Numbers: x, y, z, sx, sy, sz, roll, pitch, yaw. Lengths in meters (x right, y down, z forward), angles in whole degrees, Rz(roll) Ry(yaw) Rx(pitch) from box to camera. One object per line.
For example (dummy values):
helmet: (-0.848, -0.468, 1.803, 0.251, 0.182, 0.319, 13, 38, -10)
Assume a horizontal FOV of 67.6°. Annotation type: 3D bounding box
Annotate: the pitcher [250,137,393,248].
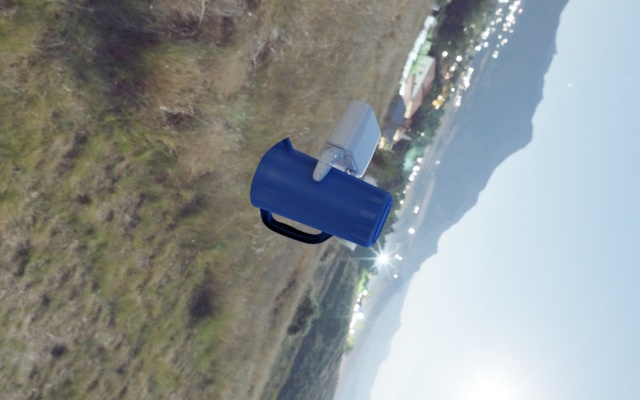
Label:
pitcher: (0.000, 0.003, 0.886, 0.243, 0.145, 0.149, 23, -21, 13)
